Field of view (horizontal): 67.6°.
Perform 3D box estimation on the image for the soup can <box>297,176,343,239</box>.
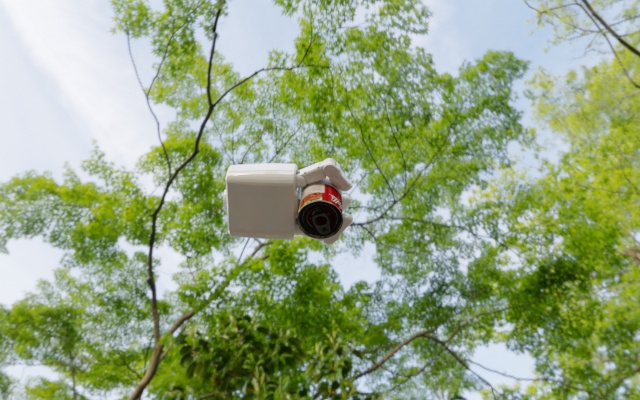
[{"bbox_3d":[0.001,0.002,0.741,0.068,0.068,0.102,0,32,1],"label":"soup can"}]
